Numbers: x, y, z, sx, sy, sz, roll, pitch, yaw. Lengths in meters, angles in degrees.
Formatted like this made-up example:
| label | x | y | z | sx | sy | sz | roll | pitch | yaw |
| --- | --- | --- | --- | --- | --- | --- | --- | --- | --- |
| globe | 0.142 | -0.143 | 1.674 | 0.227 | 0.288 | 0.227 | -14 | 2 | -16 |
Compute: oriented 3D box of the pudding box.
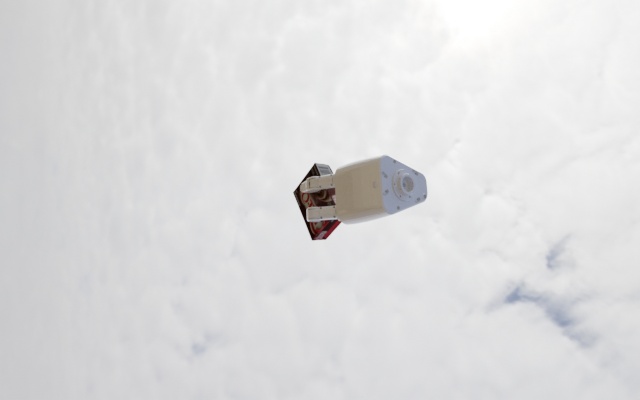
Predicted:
| label | x | y | z | sx | sy | sz | roll | pitch | yaw |
| --- | --- | --- | --- | --- | --- | --- | --- | --- | --- |
| pudding box | 0.000 | 0.003 | 0.864 | 0.039 | 0.113 | 0.090 | 4 | -39 | -36 |
